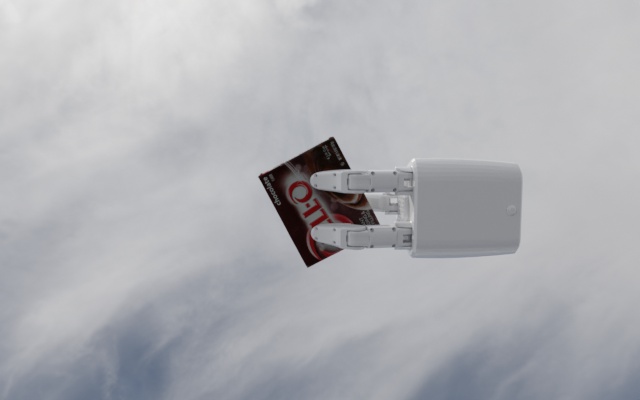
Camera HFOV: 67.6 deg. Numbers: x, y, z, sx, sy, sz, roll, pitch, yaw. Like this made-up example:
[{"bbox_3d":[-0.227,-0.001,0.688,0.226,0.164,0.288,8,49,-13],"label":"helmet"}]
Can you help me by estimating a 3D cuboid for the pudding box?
[{"bbox_3d":[0.000,0.002,0.510,0.090,0.113,0.039,-28,4,3],"label":"pudding box"}]
